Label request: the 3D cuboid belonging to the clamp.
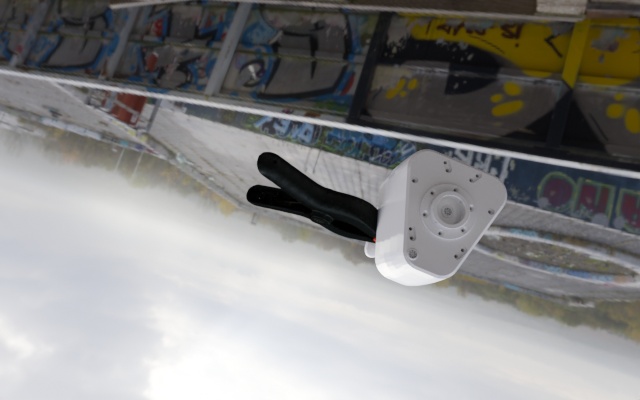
[{"bbox_3d":[0.000,0.002,0.507,0.171,0.039,0.120,18,-15,1],"label":"clamp"}]
